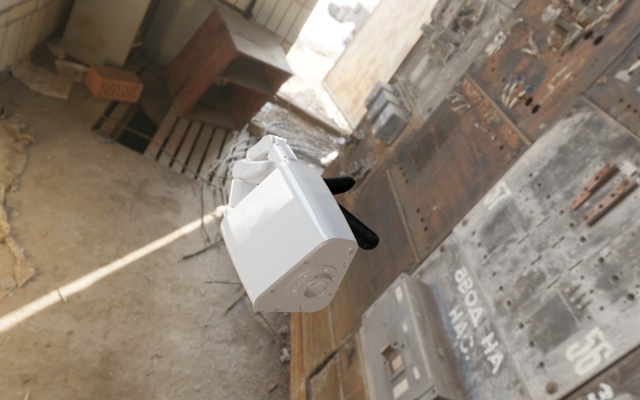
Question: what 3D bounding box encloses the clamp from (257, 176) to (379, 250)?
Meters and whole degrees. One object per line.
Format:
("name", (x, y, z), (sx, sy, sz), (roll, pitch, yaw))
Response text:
("clamp", (0.000, 0.001, 0.573), (0.171, 0.039, 0.120), (12, 35, -40))
